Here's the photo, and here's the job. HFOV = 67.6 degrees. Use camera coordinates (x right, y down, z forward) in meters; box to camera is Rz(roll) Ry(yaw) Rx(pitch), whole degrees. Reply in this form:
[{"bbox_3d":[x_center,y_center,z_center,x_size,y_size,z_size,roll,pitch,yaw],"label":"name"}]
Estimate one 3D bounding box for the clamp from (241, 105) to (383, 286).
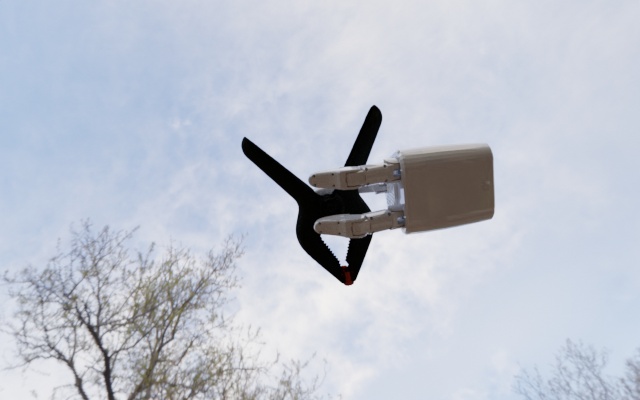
[{"bbox_3d":[0.000,0.002,0.566,0.164,0.210,0.036,-7,12,-3],"label":"clamp"}]
